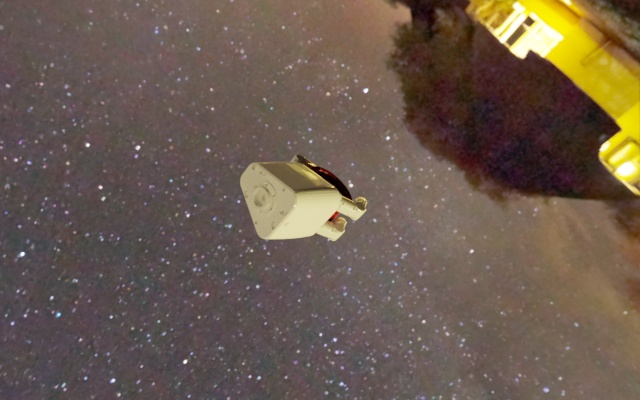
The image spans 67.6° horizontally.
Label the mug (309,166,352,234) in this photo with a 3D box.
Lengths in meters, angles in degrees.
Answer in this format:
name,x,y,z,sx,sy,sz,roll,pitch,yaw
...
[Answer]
name,x,y,z,sx,sy,sz,roll,pitch,yaw
mug,0.001,0.003,0.819,0.081,0.093,0.117,-47,-25,26
